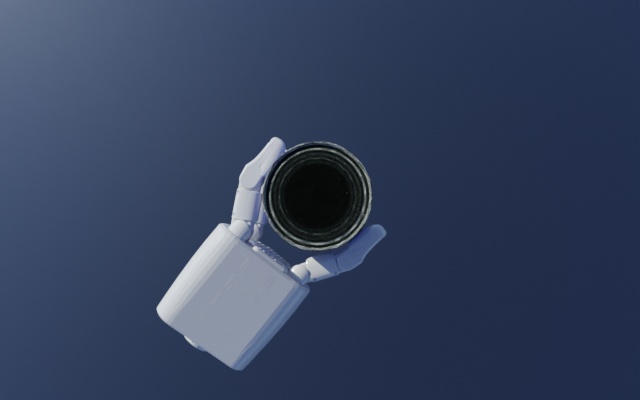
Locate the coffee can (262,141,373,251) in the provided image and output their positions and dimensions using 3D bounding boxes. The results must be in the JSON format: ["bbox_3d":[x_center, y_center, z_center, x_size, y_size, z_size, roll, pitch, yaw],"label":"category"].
[{"bbox_3d":[0.000,0.002,0.509,0.103,0.103,0.140,0,-5,3],"label":"coffee can"}]
